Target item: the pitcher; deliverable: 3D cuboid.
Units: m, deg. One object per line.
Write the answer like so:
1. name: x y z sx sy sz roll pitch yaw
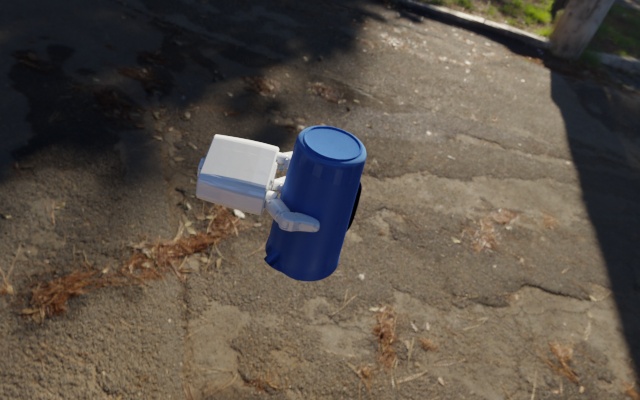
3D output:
1. pitcher: 0.000 0.003 0.782 0.145 0.243 0.149 14 38 -4
